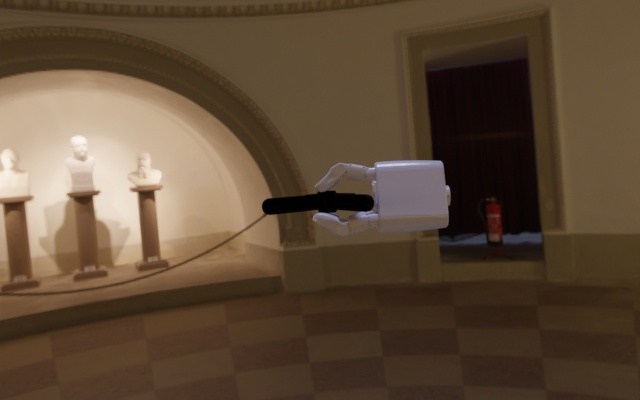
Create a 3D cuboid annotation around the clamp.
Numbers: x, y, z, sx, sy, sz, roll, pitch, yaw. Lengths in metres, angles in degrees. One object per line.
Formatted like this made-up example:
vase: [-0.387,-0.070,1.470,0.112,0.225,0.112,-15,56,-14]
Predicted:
clamp: [0.000,0.002,0.776,0.164,0.036,0.210,-1,3,4]
